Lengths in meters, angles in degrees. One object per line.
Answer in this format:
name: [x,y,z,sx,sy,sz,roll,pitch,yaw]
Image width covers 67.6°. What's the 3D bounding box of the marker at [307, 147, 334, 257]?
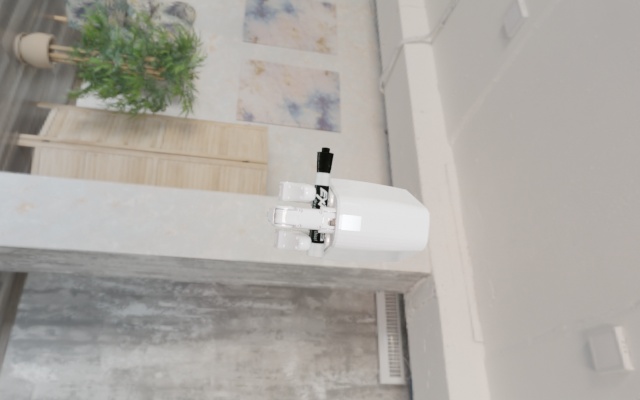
marker: [0.000,0.002,0.529,0.020,0.121,0.020,6,1,0]
